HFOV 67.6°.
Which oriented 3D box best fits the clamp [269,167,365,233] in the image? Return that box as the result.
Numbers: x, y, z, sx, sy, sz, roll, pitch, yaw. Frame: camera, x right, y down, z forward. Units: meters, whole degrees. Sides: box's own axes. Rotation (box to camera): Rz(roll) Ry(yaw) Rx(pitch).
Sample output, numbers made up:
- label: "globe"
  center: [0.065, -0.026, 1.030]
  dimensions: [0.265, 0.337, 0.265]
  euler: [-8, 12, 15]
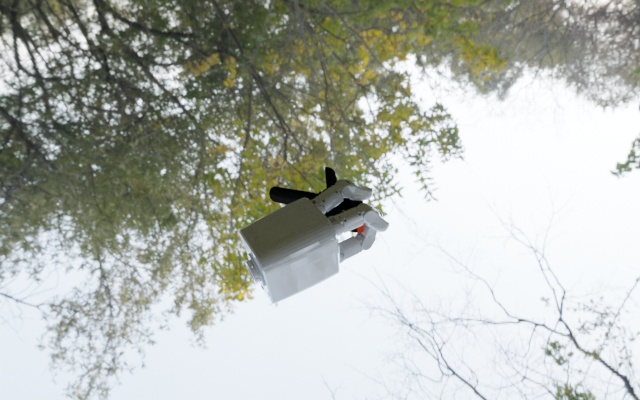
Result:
- label: "clamp"
  center: [0.000, 0.003, 0.722]
  dimensions: [0.120, 0.039, 0.171]
  euler: [-23, 33, -17]
